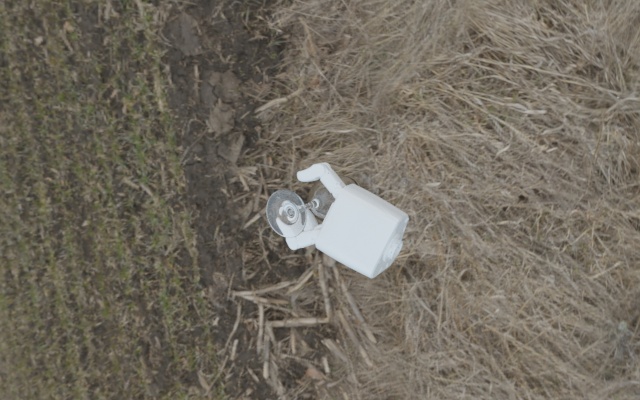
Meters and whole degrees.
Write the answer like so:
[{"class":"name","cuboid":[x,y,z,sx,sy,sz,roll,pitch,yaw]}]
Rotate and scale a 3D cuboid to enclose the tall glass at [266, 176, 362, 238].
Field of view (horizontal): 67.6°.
[{"class":"tall glass","cuboid":[0.000,0.003,0.800,0.079,0.079,0.201,0,10,32]}]
